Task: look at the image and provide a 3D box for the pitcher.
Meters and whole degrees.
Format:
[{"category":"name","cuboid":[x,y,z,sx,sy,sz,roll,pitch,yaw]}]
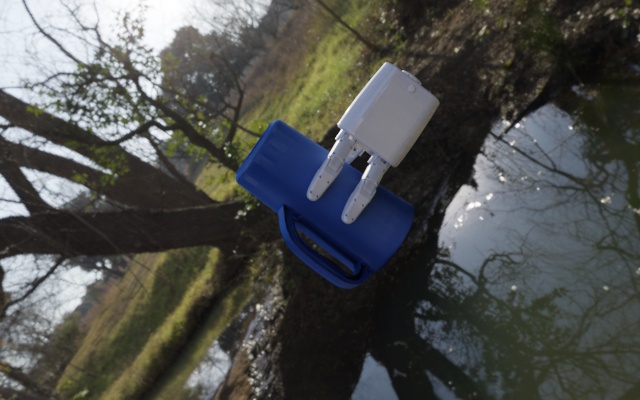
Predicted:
[{"category":"pitcher","cuboid":[0.000,0.002,0.682,0.243,0.145,0.149,35,9,-10]}]
